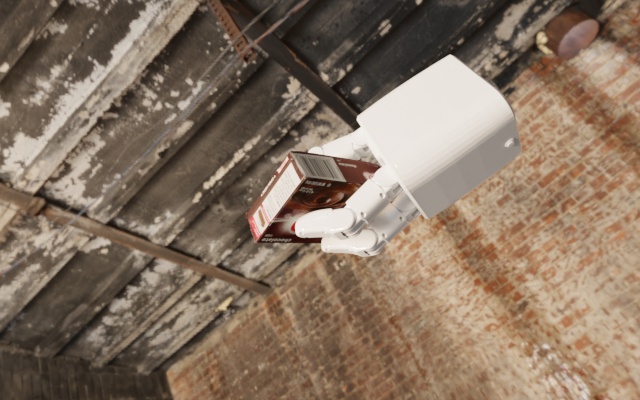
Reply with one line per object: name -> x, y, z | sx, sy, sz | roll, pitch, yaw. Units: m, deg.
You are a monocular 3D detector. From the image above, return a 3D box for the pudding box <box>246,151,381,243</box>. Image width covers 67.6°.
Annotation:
pudding box -> 0.000, 0.001, 0.450 | 0.113, 0.039, 0.090 | 7, -45, -38
